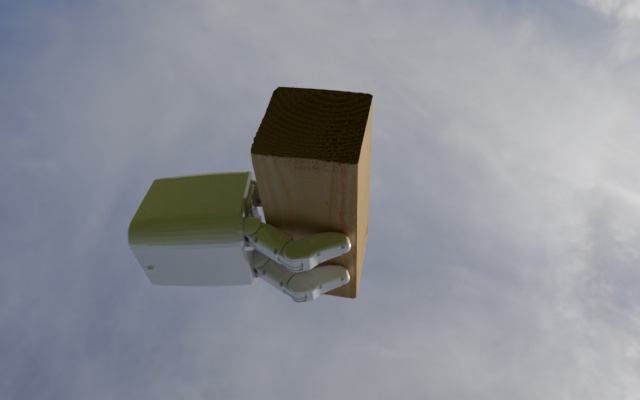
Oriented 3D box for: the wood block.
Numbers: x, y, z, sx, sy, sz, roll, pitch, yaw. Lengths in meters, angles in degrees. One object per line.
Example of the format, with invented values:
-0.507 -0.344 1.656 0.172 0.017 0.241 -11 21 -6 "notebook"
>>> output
0.000 0.001 0.472 0.090 0.090 0.206 6 -39 9 "wood block"
